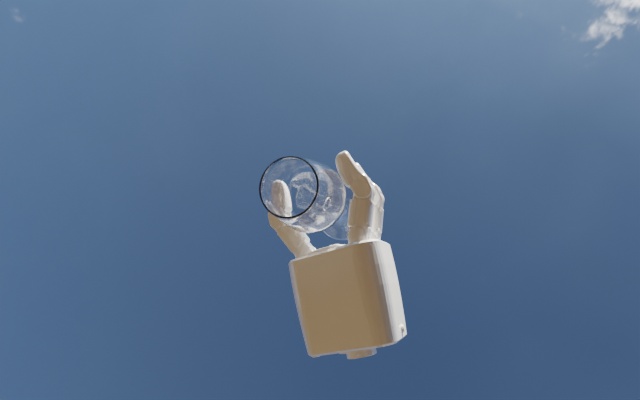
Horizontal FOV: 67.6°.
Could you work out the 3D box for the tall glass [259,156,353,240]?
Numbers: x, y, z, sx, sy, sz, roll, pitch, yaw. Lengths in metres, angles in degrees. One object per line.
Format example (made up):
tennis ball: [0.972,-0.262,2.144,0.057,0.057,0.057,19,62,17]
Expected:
tall glass: [0.000,0.002,0.550,0.079,0.079,0.201,0,-9,19]
